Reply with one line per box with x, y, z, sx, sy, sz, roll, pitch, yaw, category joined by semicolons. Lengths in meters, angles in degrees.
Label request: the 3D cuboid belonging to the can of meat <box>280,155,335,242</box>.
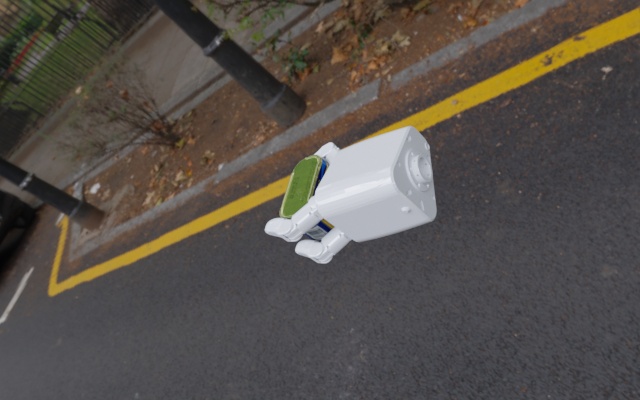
0.000;0.002;0.635;0.057;0.102;0.084;-15;-41;41;can of meat
